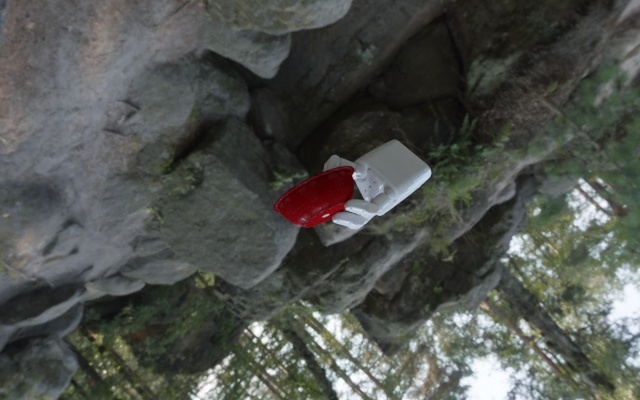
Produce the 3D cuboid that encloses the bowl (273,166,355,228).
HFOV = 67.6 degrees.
[{"bbox_3d":[-0.001,0.004,0.846,0.162,0.055,0.162,-25,-13,-6],"label":"bowl"}]
